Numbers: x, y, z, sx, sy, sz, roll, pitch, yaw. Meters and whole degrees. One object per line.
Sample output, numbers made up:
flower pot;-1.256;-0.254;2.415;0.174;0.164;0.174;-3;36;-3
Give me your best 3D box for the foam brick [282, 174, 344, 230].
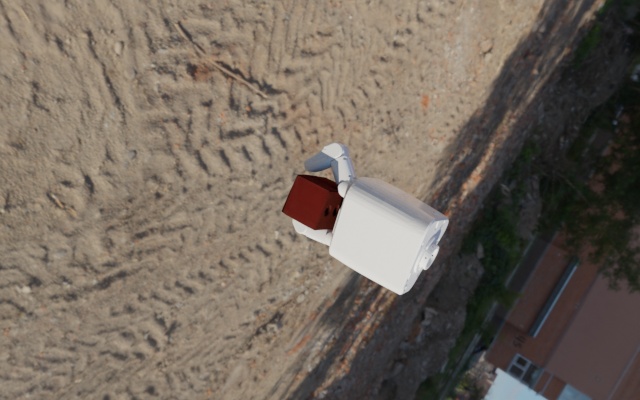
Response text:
foam brick;0.000;0.002;0.598;0.051;0.053;0.078;29;14;26
